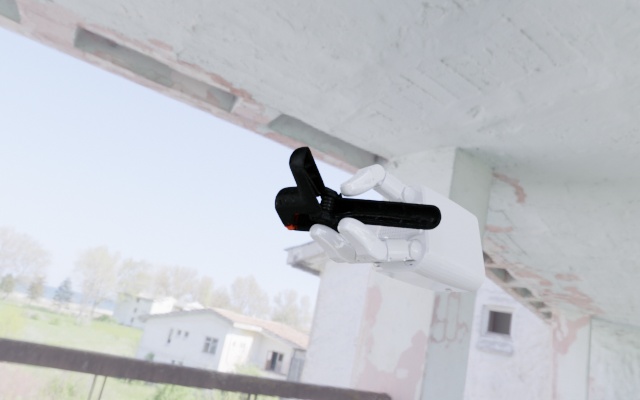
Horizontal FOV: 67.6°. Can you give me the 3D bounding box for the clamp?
[{"bbox_3d":[0.000,0.001,0.515,0.164,0.036,0.210,26,-21,-28],"label":"clamp"}]
